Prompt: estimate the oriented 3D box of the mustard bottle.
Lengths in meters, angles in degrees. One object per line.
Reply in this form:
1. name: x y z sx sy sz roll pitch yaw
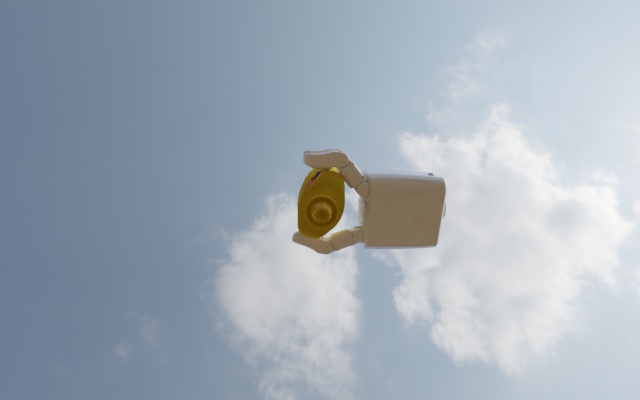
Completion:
1. mustard bottle: 0.000 0.002 0.663 0.058 0.096 0.191 25 8 -6
